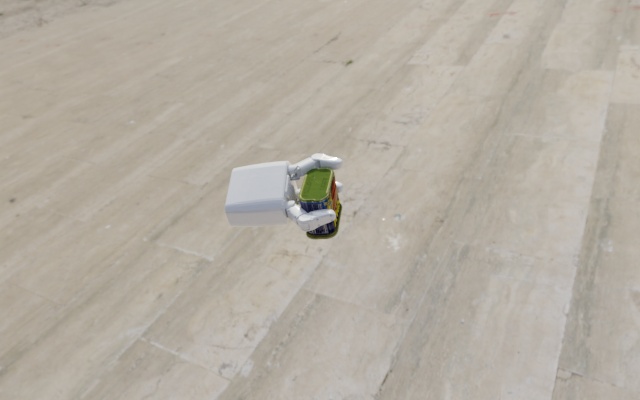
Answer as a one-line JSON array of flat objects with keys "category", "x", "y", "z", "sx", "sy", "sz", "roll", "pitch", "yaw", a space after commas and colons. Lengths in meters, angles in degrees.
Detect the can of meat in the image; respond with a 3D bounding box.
[{"category": "can of meat", "x": 0.000, "y": 0.003, "z": 0.829, "sx": 0.057, "sy": 0.084, "sz": 0.102, "roll": -3, "pitch": 37, "yaw": 13}]
